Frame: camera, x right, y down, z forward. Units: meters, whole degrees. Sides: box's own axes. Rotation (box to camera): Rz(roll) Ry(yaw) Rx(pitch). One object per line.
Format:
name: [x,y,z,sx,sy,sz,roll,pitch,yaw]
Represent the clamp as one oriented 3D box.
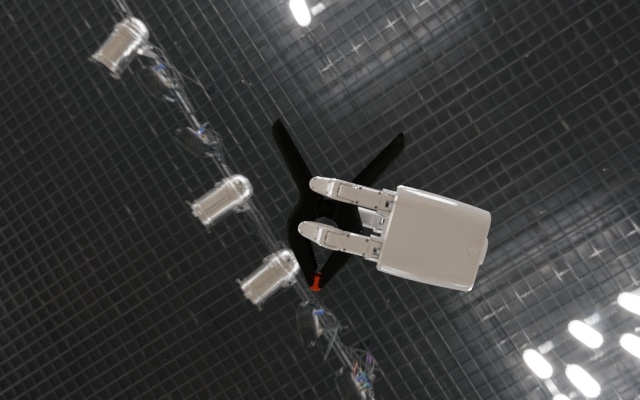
clamp: [0.000,0.003,0.586,0.164,0.210,0.036,15,3,10]
